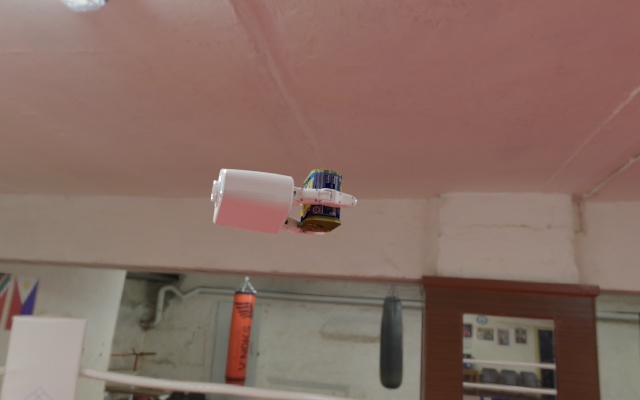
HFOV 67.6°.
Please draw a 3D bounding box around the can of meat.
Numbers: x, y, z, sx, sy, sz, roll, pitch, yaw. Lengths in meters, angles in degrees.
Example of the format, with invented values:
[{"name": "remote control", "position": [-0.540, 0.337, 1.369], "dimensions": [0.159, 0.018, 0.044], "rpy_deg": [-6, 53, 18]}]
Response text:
[{"name": "can of meat", "position": [0.000, 0.002, 0.789], "dimensions": [0.057, 0.084, 0.102], "rpy_deg": [7, -15, -12]}]
